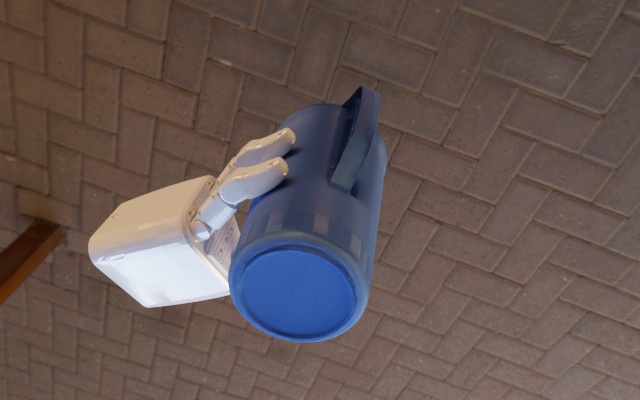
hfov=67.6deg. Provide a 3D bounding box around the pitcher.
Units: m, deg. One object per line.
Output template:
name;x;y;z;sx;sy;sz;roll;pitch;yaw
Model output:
pitcher;0.000;0.002;0.448;0.145;0.149;0.242;-12;28;14
